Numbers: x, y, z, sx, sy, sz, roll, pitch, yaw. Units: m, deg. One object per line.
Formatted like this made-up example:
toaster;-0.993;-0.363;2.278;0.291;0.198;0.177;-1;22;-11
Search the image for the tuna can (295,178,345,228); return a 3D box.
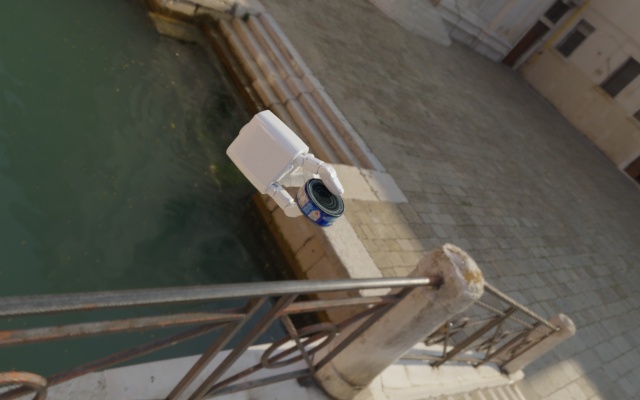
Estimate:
tuna can;0.001;0.002;0.828;0.086;0.086;0.034;0;-37;-49
